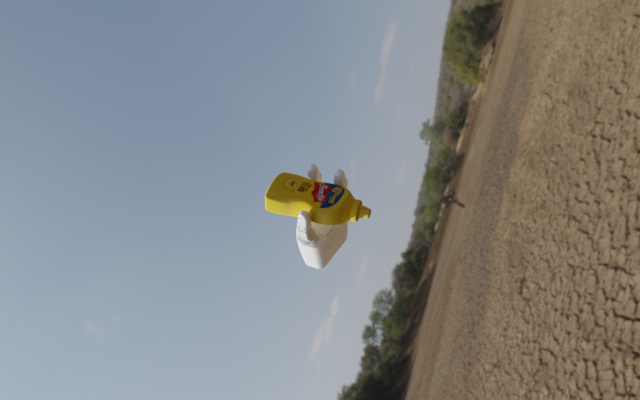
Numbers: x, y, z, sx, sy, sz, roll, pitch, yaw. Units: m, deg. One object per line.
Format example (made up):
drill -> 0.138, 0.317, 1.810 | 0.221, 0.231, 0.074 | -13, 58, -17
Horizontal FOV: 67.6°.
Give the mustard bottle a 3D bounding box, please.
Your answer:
mustard bottle -> 0.000, 0.003, 0.889 | 0.191, 0.058, 0.096 | 14, 37, 15
